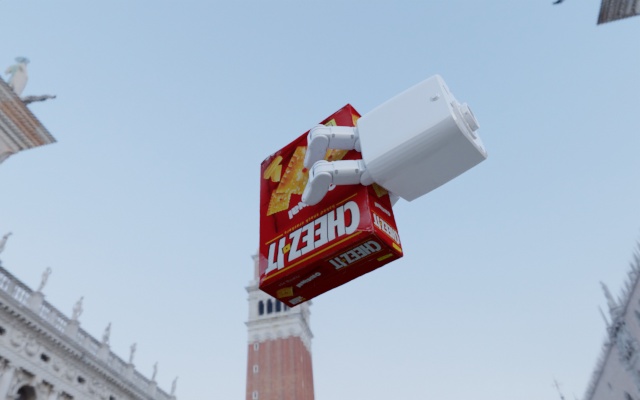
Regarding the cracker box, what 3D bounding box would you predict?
[{"bbox_3d":[0.000,0.002,0.602,0.164,0.213,0.072,-30,-47,25],"label":"cracker box"}]
